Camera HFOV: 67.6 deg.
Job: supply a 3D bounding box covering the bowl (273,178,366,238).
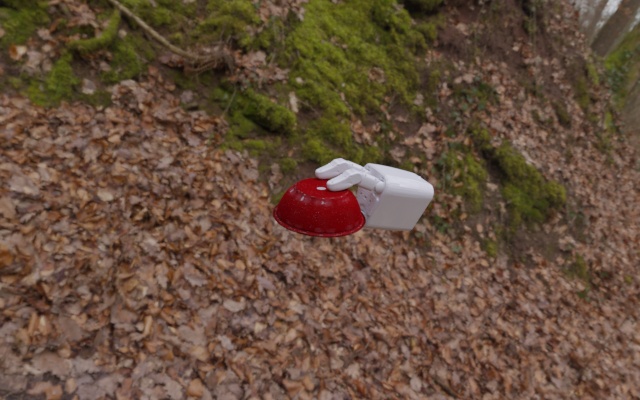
[{"bbox_3d":[-0.001,0.002,0.814,0.162,0.055,0.162,4,24,-2],"label":"bowl"}]
